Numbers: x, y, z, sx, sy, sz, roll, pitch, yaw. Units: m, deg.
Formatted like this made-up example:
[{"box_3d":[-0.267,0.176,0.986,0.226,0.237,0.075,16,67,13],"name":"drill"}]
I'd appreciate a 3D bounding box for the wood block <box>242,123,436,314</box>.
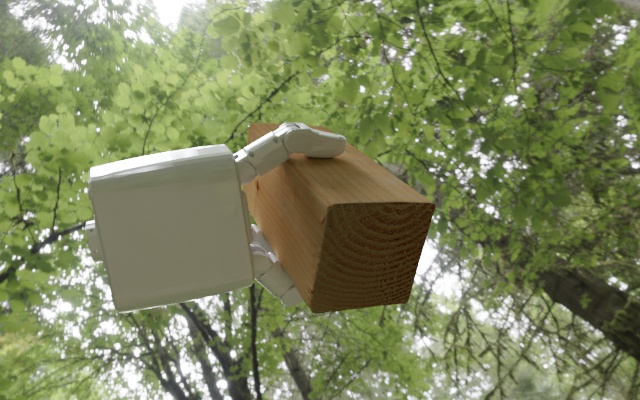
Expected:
[{"box_3d":[0.000,0.001,0.434,0.090,0.091,0.206,0,24,-25],"name":"wood block"}]
